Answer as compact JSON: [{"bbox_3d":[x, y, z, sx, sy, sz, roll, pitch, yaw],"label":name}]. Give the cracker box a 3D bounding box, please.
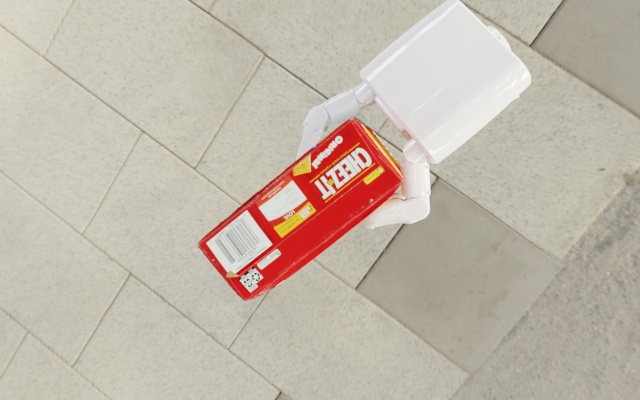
[{"bbox_3d":[0.000,0.001,0.469,0.164,0.072,0.213,-39,-2,11],"label":"cracker box"}]
